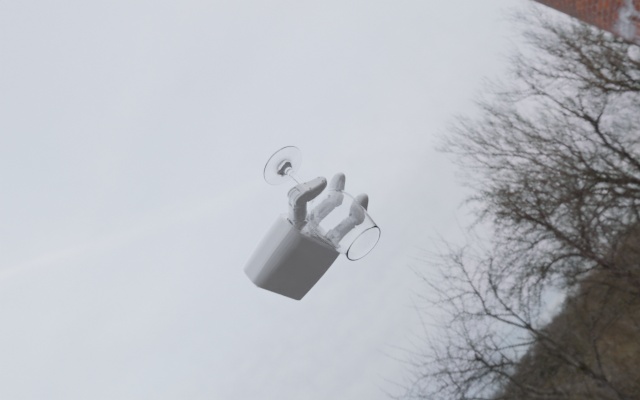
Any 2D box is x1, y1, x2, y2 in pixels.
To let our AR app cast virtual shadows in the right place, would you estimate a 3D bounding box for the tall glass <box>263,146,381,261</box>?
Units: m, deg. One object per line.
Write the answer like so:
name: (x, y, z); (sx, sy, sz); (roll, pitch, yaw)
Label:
tall glass: (0.000, 0.002, 0.712); (0.079, 0.079, 0.201); (0, 35, -49)
